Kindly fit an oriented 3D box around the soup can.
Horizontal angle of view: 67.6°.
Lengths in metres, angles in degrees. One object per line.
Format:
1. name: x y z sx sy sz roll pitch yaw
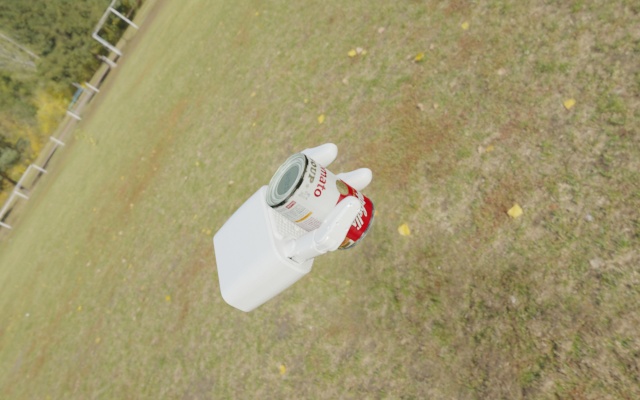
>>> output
1. soup can: 0.000 0.001 0.520 0.102 0.068 0.068 33 -17 -28
